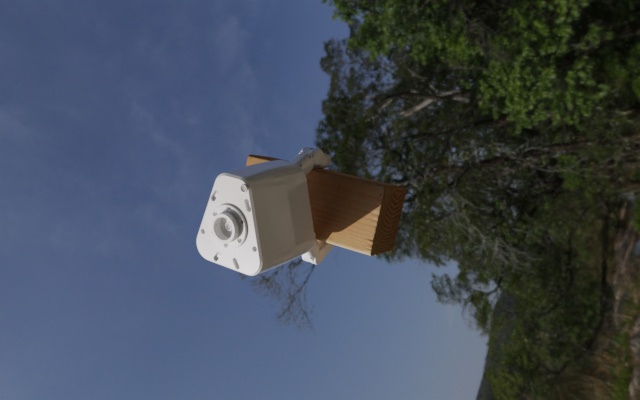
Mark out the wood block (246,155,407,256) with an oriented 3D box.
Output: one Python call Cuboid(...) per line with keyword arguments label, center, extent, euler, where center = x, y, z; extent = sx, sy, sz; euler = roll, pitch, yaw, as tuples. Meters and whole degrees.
Cuboid(label="wood block", center=(0.000, 0.002, 0.656), extent=(0.206, 0.091, 0.090), euler=(15, 6, 26))
